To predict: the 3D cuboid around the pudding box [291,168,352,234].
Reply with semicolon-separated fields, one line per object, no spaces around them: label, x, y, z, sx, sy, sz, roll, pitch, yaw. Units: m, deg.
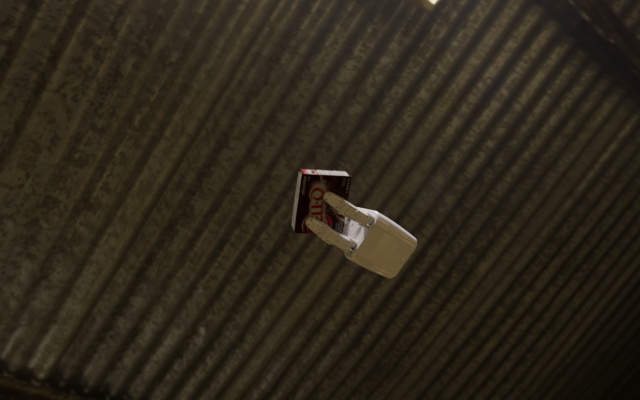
pudding box;0.000;0.003;0.837;0.090;0.113;0.039;2;18;-17
